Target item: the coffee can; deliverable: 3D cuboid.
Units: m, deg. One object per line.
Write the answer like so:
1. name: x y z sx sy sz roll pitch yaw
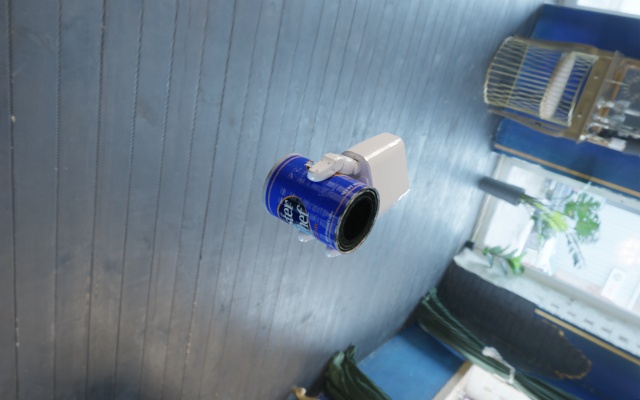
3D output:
1. coffee can: 0.000 0.002 0.694 0.140 0.103 0.103 27 15 32
